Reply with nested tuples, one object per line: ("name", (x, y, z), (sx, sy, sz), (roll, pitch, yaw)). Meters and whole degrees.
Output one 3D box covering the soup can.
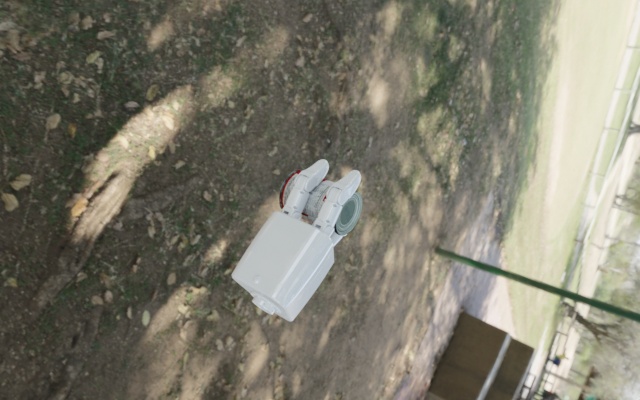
("soup can", (0.001, 0.002, 0.687), (0.102, 0.068, 0.068), (22, 12, 31))
